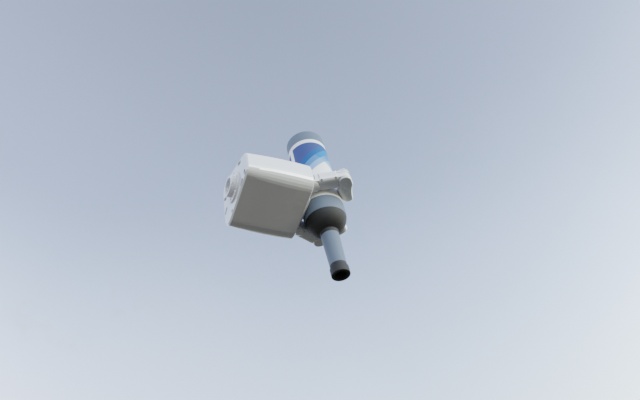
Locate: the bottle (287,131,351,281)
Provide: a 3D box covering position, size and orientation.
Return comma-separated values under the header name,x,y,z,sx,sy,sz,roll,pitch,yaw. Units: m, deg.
name,x,y,z,sx,sy,sz,roll,pitch,yaw
bottle,0.000,0.002,0.759,0.069,0.069,0.295,0,43,-15
